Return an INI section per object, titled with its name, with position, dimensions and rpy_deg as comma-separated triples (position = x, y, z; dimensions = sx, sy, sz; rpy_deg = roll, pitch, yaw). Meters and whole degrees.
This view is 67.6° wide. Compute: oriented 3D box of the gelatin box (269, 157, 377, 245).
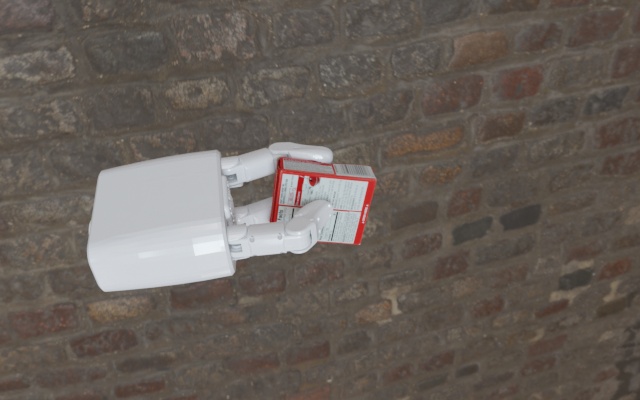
[gelatin box]
position = 0.000, 0.002, 0.440
dimensions = 0.089, 0.073, 0.030
rpy_deg = 5, 31, -9
